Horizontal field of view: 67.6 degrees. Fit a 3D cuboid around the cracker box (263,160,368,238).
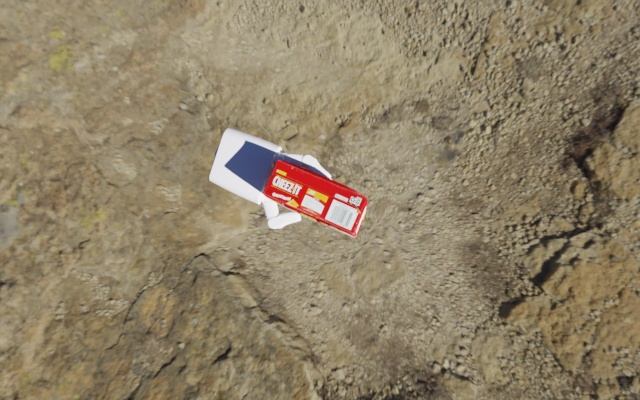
[{"bbox_3d":[0.000,0.003,0.862,0.164,0.072,0.214,23,-3,6],"label":"cracker box"}]
